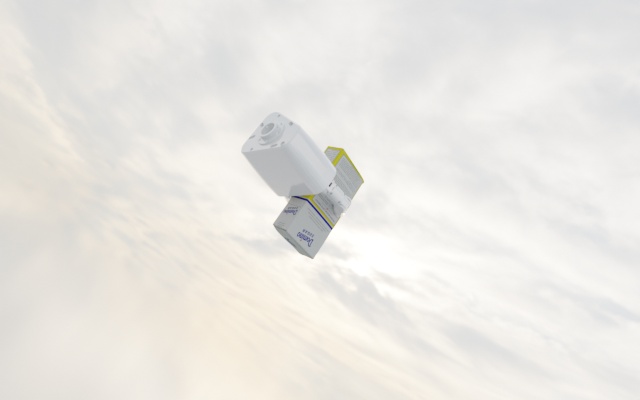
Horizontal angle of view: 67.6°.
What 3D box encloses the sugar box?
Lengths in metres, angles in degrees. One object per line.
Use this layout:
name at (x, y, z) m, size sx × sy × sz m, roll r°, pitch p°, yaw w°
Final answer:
sugar box at (0.000, 0.002, 0.823) m, size 0.048 × 0.176 × 0.093 m, roll 19°, pitch -25°, yaw 45°
